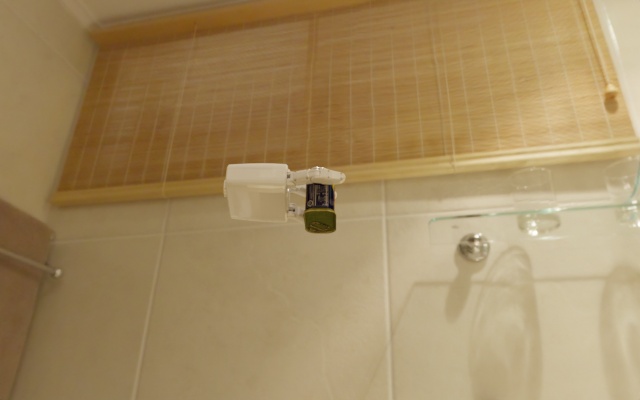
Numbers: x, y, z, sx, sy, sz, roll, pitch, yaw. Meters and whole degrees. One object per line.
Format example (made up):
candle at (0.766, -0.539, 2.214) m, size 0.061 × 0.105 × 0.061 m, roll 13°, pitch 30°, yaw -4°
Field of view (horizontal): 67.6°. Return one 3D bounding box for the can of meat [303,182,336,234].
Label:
can of meat at (0.000, 0.003, 0.869) m, size 0.057 × 0.084 × 0.102 m, roll 0°, pitch -26°, yaw 2°
